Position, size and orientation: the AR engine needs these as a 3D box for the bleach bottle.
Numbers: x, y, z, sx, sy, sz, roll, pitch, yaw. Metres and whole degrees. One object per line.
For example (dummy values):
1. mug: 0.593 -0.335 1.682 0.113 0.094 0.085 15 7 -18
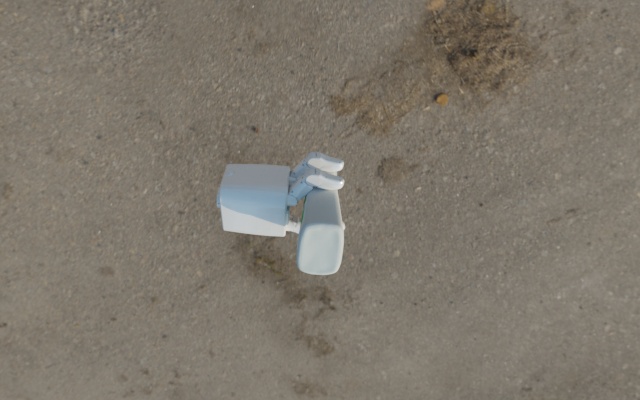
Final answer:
1. bleach bottle: 0.000 0.003 0.796 0.068 0.103 0.250 5 34 -3
